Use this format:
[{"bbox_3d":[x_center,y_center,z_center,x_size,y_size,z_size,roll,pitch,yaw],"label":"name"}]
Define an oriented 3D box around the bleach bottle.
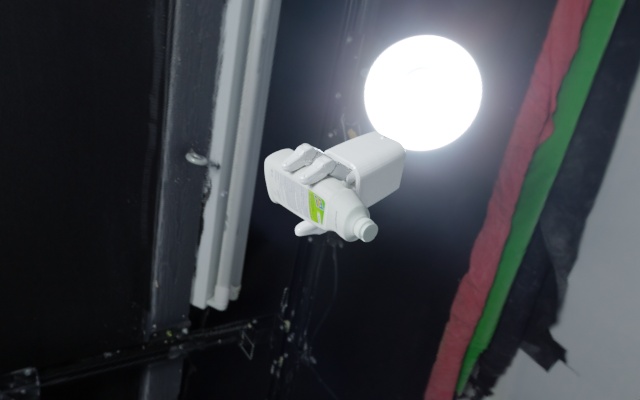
[{"bbox_3d":[0.000,0.002,0.760,0.068,0.103,0.250,-26,37,-25],"label":"bleach bottle"}]
